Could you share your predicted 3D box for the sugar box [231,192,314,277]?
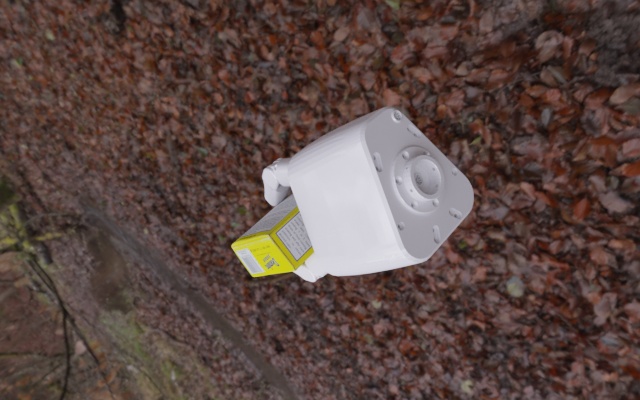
[{"bbox_3d":[0.000,0.002,0.474,0.176,0.048,0.093,-40,11,-31],"label":"sugar box"}]
